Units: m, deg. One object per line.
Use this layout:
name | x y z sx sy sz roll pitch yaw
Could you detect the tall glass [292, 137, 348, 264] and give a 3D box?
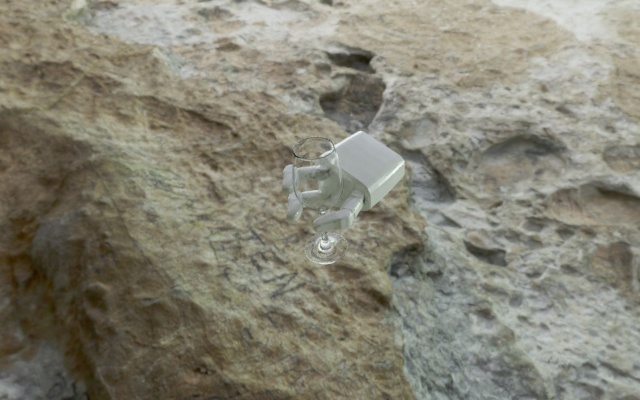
tall glass | 0.000 0.003 0.746 0.079 0.201 0.079 -5 38 4
